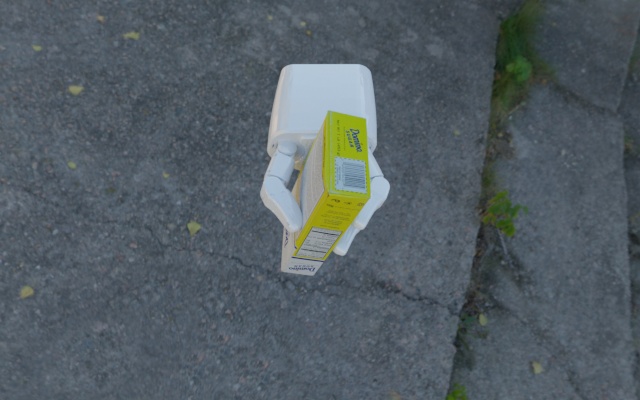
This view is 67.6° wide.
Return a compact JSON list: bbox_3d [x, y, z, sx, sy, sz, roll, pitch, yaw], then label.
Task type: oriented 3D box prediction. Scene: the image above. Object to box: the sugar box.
[{"bbox_3d":[0.001,0.002,0.493,0.048,0.093,0.176,8,-32,-12],"label":"sugar box"}]
